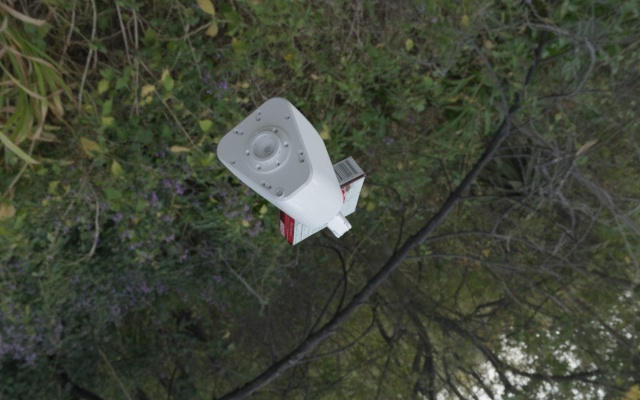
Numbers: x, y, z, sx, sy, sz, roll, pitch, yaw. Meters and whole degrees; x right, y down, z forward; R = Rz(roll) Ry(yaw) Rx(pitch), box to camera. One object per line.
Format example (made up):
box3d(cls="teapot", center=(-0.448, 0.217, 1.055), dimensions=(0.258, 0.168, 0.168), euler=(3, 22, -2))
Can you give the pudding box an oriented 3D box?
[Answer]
box3d(cls="pudding box", center=(0.000, 0.002, 0.628), dimensions=(0.113, 0.039, 0.090), euler=(-26, -26, -22))
